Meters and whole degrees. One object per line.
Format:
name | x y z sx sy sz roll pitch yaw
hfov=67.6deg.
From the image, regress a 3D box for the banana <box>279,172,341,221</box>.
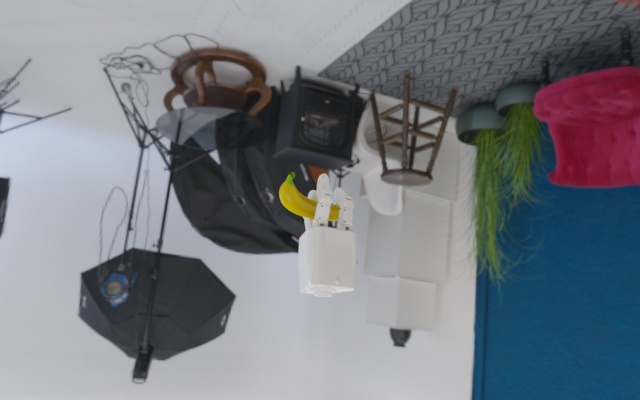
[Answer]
banana | -0.017 0.008 0.906 0.069 0.037 0.198 -22 -32 30
